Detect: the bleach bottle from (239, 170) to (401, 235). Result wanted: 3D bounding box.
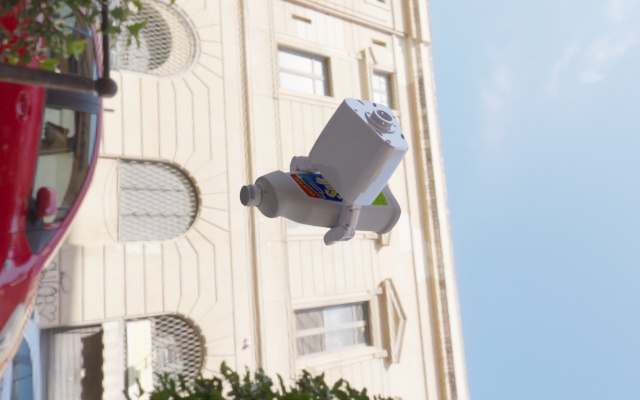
[{"bbox_3d":[0.000,0.002,0.716,0.251,0.102,0.068,2,-44,-37],"label":"bleach bottle"}]
